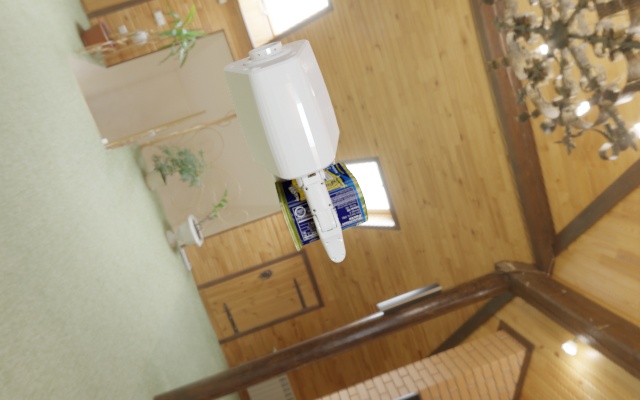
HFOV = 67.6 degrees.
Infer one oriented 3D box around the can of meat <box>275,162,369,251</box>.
[{"bbox_3d":[0.000,0.002,0.528,0.084,0.057,0.102,-20,22,-3],"label":"can of meat"}]
